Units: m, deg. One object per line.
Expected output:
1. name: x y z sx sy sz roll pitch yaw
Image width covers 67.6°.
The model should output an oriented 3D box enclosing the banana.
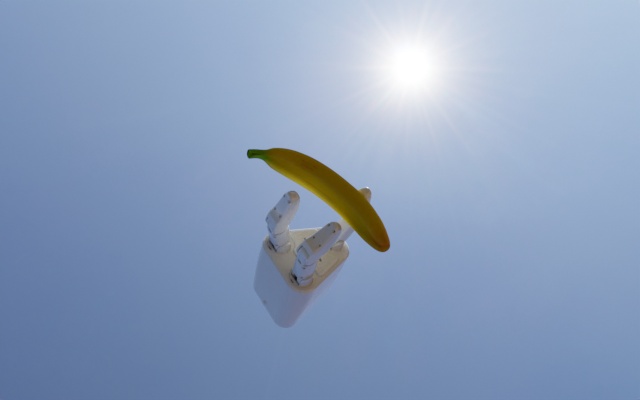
1. banana: 0.006 -0.009 0.570 0.198 0.037 0.069 34 41 9
